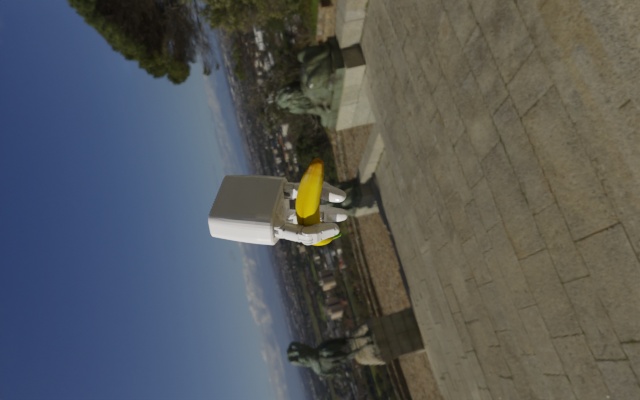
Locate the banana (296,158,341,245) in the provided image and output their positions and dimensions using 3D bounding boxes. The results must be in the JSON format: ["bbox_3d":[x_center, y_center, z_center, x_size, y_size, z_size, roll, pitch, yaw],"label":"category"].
[{"bbox_3d":[-0.010,0.018,0.753,0.037,0.069,0.198,26,-28,27],"label":"banana"}]
